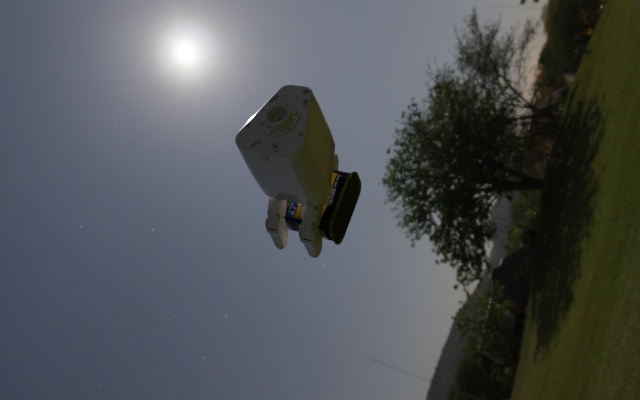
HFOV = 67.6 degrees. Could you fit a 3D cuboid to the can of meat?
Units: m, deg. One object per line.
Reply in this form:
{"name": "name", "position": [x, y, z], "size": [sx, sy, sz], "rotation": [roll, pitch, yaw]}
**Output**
{"name": "can of meat", "position": [0.000, 0.002, 0.675], "size": [0.084, 0.102, 0.057], "rotation": [13, -22, 23]}
